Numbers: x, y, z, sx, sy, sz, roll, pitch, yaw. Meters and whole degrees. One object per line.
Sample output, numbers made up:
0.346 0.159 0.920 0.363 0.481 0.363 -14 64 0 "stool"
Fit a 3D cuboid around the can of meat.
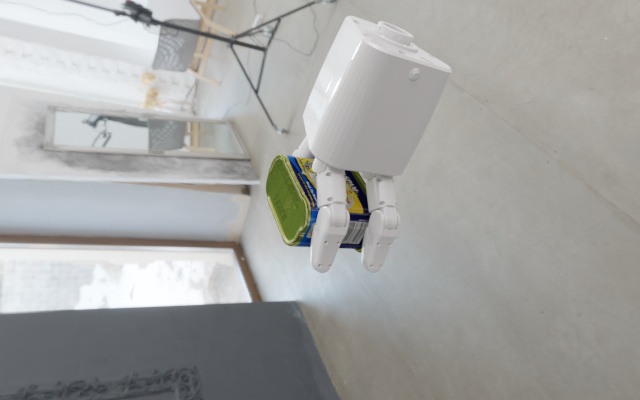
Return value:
0.000 0.001 0.471 0.084 0.057 0.102 6 38 -32 "can of meat"
